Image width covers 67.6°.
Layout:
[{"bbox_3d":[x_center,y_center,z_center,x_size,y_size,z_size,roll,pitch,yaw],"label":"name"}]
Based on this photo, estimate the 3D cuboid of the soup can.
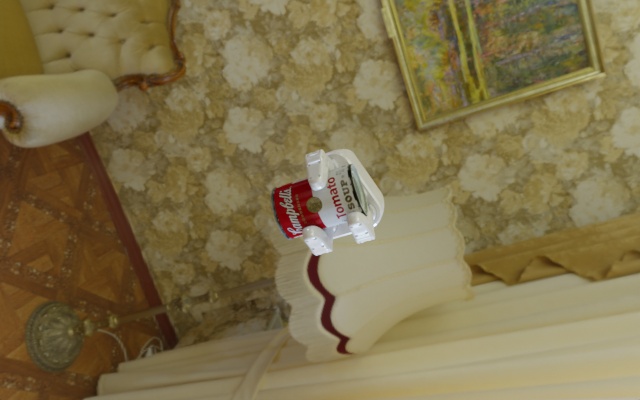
[{"bbox_3d":[0.000,0.002,0.580,0.102,0.068,0.068,-17,-4,13],"label":"soup can"}]
